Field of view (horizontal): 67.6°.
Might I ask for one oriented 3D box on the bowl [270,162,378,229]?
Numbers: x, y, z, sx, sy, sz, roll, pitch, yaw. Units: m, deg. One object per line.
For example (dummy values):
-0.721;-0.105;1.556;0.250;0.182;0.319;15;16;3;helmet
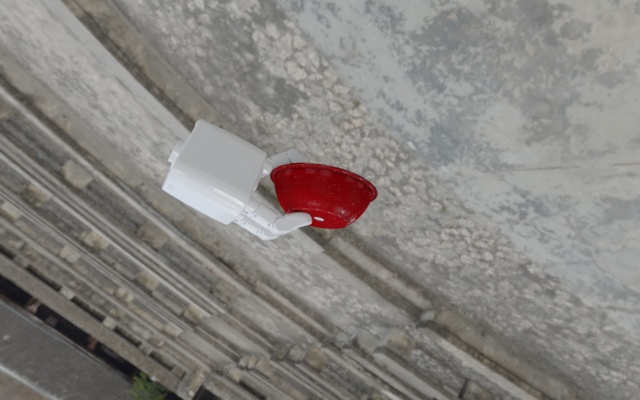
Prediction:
0.001;0.003;0.699;0.162;0.055;0.162;9;-18;3;bowl
